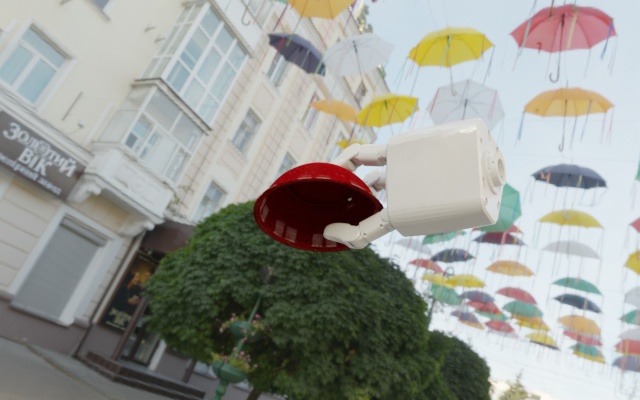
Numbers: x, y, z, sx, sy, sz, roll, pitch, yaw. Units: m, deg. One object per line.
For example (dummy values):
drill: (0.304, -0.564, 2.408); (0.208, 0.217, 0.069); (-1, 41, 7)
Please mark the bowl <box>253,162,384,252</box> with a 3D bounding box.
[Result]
bowl: (-0.001, 0.002, 0.597); (0.162, 0.055, 0.162); (2, -36, 2)
